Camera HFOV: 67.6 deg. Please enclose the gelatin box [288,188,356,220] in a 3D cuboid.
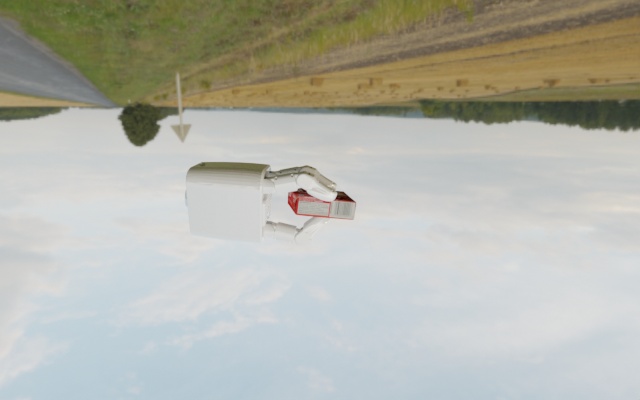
[{"bbox_3d":[0.000,0.003,0.701,0.089,0.030,0.073,6,12,-13],"label":"gelatin box"}]
